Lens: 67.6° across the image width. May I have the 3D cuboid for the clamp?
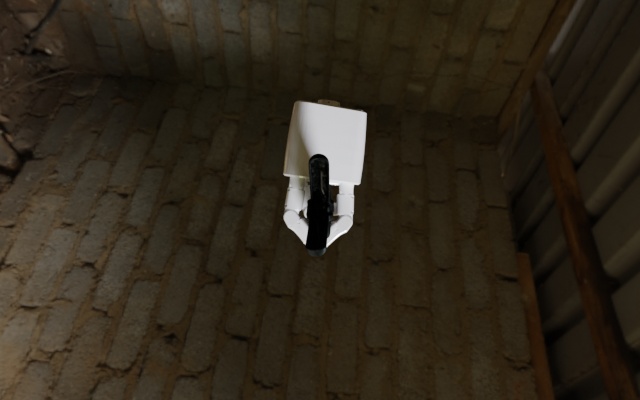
[{"bbox_3d":[0.001,0.002,0.627,0.039,0.120,0.171,7,3,0],"label":"clamp"}]
